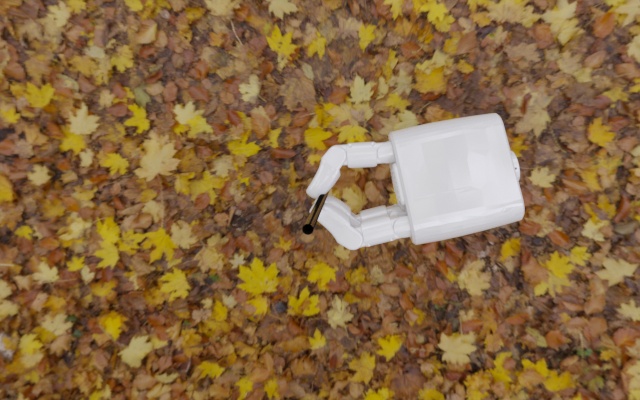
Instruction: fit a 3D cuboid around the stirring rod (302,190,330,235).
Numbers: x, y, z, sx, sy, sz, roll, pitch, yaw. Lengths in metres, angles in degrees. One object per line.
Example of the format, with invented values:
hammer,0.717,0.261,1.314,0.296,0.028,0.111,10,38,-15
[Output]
stirring rod,0.000,0.001,0.457,0.011,0.011,0.239,0,9,4
